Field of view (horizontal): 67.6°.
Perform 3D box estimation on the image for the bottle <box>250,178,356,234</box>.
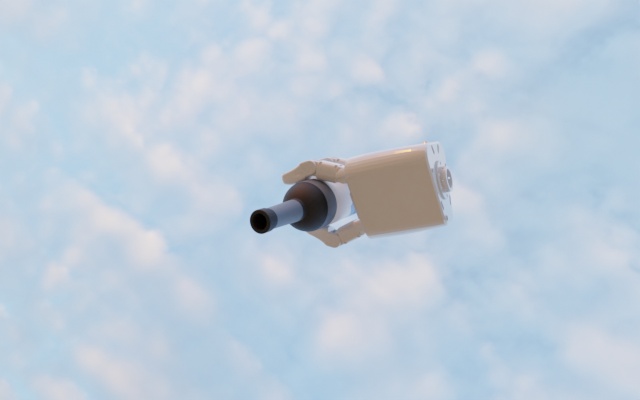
[{"bbox_3d":[0.000,0.002,0.649,0.069,0.069,0.295,0,8,27],"label":"bottle"}]
